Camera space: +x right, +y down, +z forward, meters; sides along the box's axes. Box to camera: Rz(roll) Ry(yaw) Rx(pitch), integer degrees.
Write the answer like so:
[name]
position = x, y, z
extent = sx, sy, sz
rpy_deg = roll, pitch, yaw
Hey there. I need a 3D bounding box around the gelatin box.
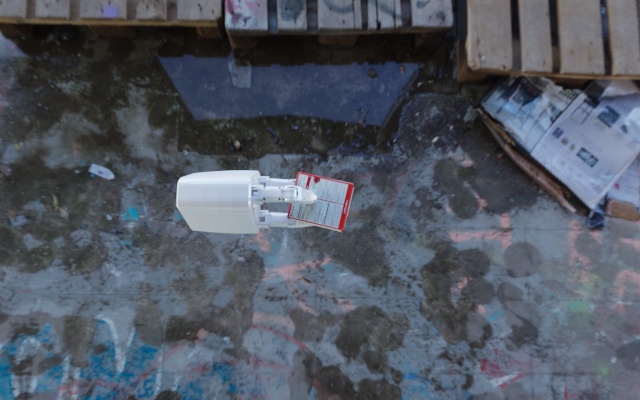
[gelatin box]
position = 0.000, 0.002, 0.727
extent = 0.089, 0.073, 0.030
rpy_deg = 13, -8, 6
